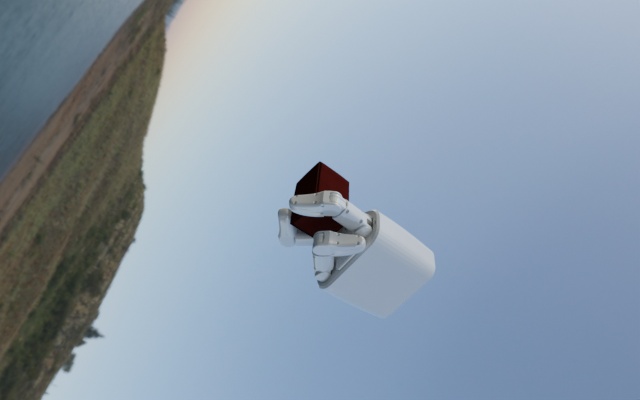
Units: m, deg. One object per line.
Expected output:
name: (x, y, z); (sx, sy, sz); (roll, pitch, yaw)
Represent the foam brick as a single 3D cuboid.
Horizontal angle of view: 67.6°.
foam brick: (0.000, 0.002, 0.603); (0.051, 0.078, 0.053); (32, -50, -24)
